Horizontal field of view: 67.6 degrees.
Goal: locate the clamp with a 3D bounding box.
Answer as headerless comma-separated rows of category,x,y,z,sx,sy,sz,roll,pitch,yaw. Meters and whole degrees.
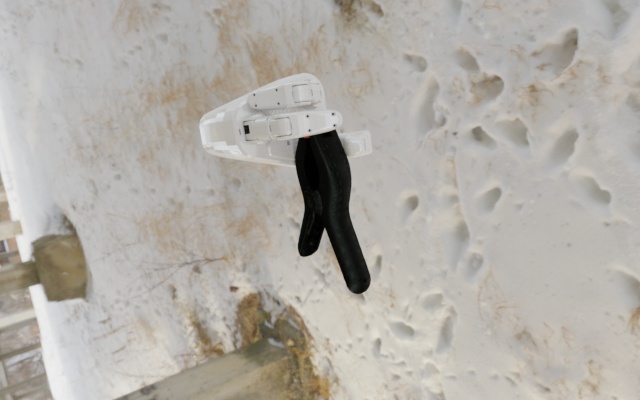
clamp,0.000,0.002,0.483,0.039,0.171,0.120,-15,13,-33
